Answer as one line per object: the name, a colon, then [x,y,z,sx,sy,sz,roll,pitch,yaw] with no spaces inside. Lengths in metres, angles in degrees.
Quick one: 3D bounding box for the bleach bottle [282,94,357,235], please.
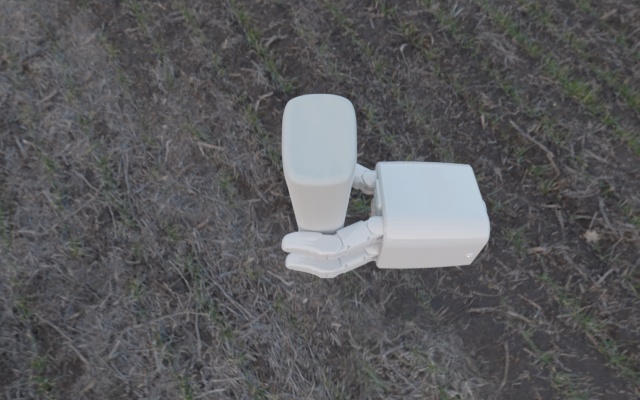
bleach bottle: [0.000,0.002,0.531,0.068,0.102,0.251,0,-27,1]
